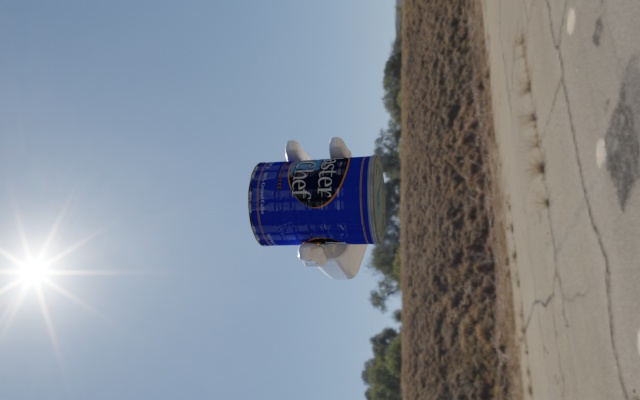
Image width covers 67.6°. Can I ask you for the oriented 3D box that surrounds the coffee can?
[{"bbox_3d":[0.000,0.002,0.557,0.140,0.103,0.103,-2,-1,14],"label":"coffee can"}]
